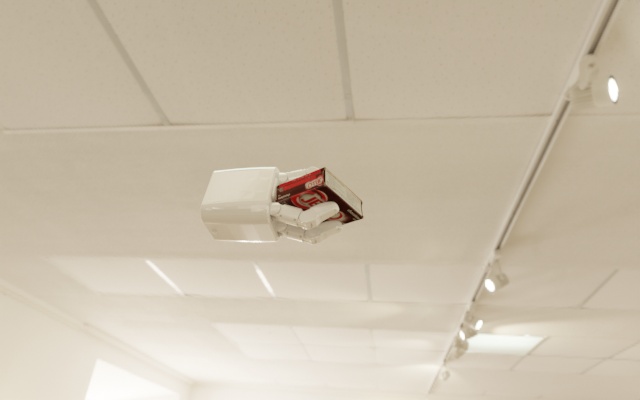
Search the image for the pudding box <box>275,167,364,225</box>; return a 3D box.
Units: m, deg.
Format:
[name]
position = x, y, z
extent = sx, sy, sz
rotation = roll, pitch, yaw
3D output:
[pudding box]
position = 0.000, 0.002, 0.733
extent = 0.090, 0.039, 0.113
rotation = -19, -35, 29
